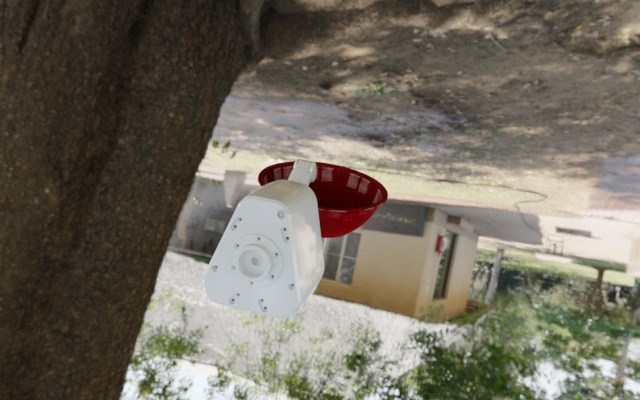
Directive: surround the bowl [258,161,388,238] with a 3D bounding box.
[{"bbox_3d":[0.001,0.002,0.600,0.162,0.055,0.162,7,23,-3],"label":"bowl"}]
